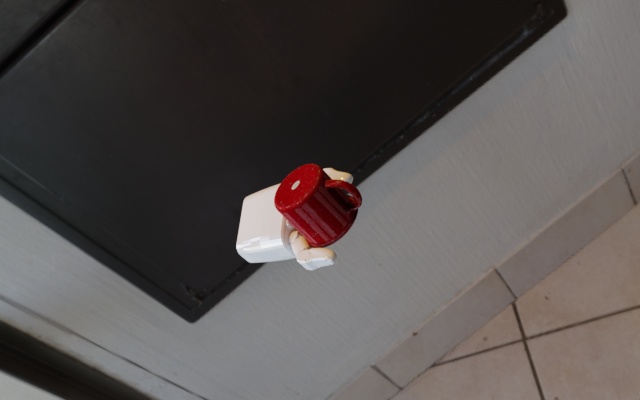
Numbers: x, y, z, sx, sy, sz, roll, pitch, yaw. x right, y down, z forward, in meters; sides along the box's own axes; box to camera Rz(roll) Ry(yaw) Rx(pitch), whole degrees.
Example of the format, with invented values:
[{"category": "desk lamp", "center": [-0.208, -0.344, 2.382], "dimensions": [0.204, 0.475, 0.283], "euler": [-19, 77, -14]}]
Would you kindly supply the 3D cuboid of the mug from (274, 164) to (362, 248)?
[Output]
[{"category": "mug", "center": [0.001, 0.002, 0.642], "dimensions": [0.117, 0.093, 0.081], "euler": [-15, -48, 38]}]
